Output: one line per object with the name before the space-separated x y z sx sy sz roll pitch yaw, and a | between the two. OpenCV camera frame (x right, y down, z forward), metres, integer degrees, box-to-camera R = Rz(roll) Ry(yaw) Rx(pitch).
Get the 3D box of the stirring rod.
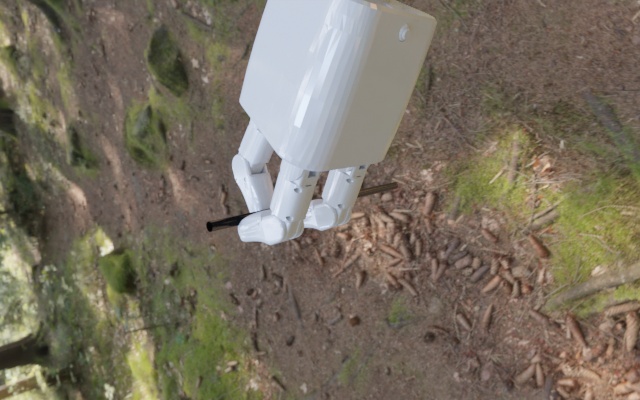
stirring rod | 0.000 0.001 0.437 0.011 0.011 0.239 0 8 43
